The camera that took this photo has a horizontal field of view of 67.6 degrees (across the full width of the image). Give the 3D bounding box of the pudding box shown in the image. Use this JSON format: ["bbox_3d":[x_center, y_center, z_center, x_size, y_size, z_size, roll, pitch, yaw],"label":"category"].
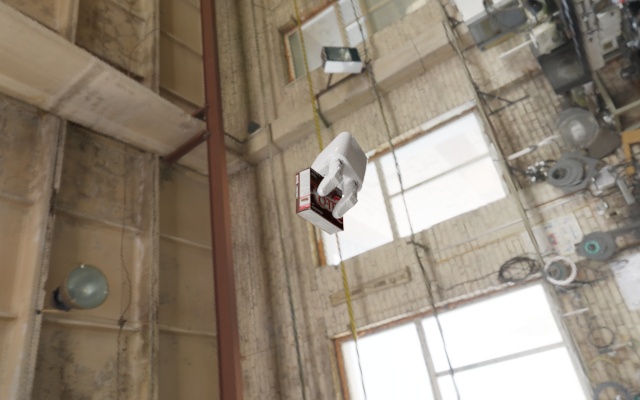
[{"bbox_3d":[0.000,0.003,0.895,0.039,0.090,0.113,-23,-36,31],"label":"pudding box"}]
